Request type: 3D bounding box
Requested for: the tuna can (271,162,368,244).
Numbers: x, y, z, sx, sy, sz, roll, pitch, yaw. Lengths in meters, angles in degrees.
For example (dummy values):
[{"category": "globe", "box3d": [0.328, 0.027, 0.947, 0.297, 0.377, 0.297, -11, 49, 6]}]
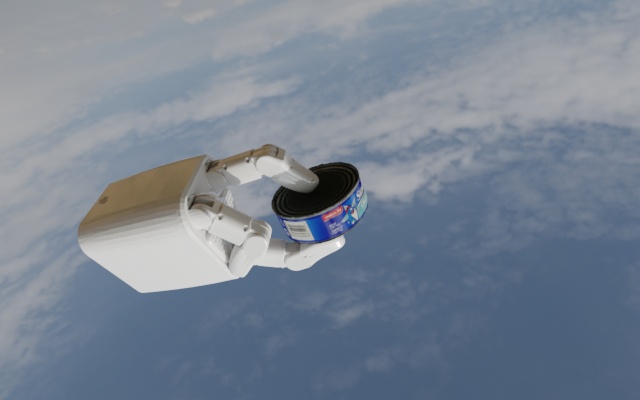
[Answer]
[{"category": "tuna can", "box3d": [0.000, 0.002, 0.443, 0.086, 0.034, 0.086, -18, 30, 11]}]
